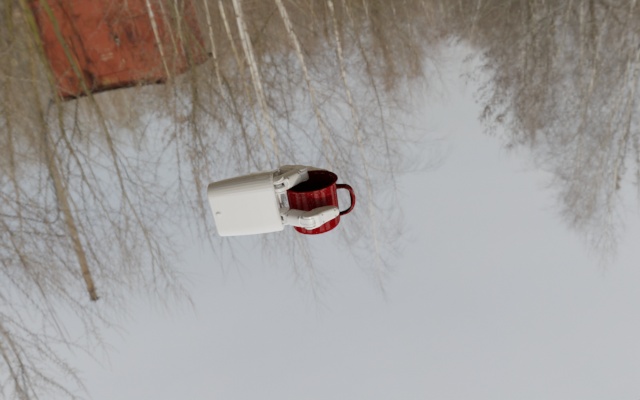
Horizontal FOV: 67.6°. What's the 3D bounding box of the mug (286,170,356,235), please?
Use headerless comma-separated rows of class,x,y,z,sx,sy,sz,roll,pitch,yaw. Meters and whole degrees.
mug,0.002,0.003,0.794,0.117,0.081,0.093,-7,25,5
